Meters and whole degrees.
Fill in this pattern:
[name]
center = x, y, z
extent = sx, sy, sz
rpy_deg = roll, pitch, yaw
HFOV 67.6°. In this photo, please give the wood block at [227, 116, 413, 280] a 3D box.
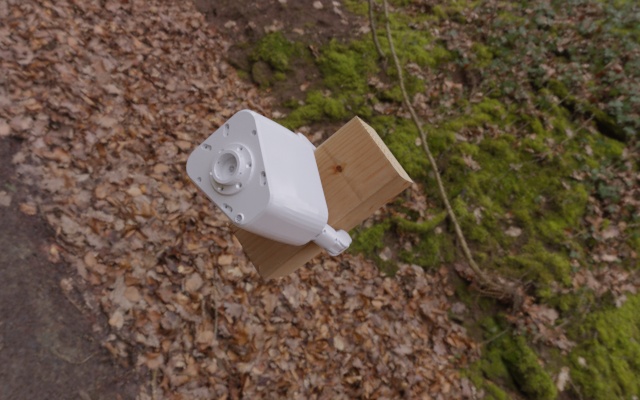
[wood block]
center = 0.000, 0.002, 0.597
extent = 0.206, 0.091, 0.090
rpy_deg = -38, -15, 15
